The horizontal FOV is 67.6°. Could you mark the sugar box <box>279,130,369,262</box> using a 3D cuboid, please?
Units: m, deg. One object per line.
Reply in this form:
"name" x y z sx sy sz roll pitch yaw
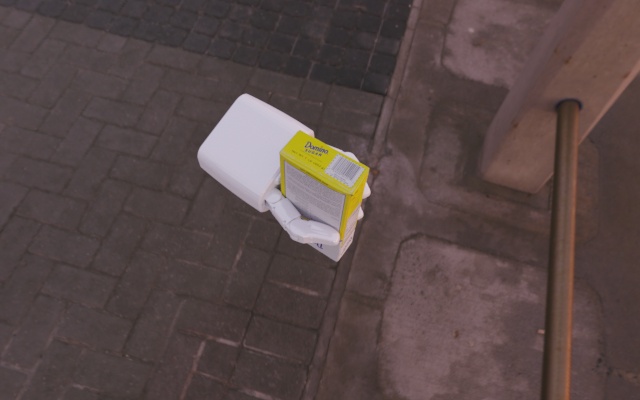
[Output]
"sugar box" 0.000 0.001 0.577 0.093 0.048 0.176 31 -25 14
